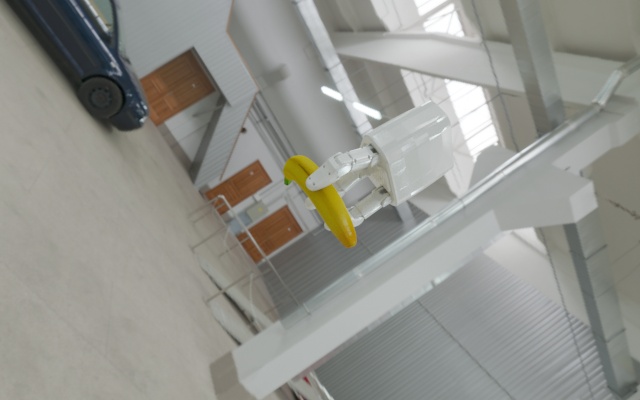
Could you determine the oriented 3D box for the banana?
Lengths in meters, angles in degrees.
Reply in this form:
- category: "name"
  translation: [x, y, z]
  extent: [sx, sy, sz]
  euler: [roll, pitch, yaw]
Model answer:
- category: "banana"
  translation: [-0.006, -0.013, 0.639]
  extent: [0.037, 0.070, 0.197]
  euler: [-28, 38, -12]
